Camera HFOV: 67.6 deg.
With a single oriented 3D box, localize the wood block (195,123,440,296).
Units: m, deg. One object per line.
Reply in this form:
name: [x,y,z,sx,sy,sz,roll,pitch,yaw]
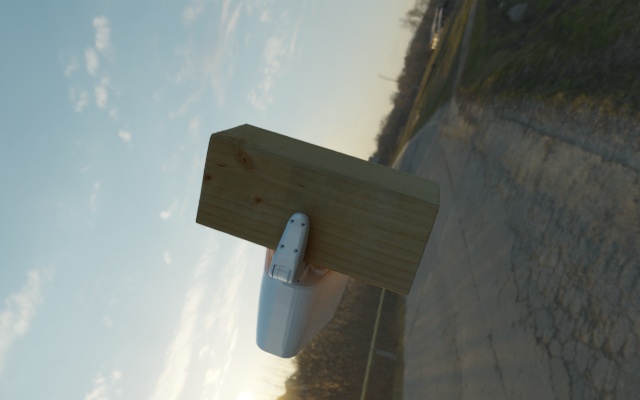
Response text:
wood block: [0.000,0.002,0.456,0.206,0.090,0.090,18,19,8]
